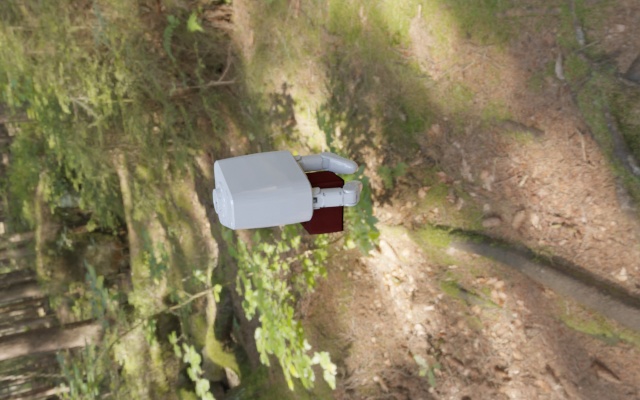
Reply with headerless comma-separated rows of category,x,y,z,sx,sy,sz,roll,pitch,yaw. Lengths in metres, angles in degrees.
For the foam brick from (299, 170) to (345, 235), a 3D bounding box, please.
foam brick,0.000,0.002,0.673,0.051,0.078,0.053,-8,22,-20
